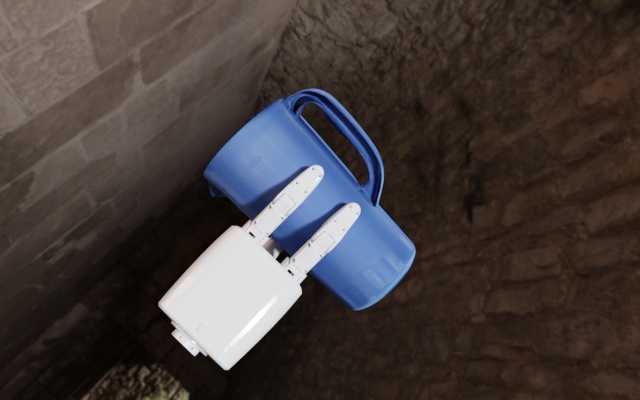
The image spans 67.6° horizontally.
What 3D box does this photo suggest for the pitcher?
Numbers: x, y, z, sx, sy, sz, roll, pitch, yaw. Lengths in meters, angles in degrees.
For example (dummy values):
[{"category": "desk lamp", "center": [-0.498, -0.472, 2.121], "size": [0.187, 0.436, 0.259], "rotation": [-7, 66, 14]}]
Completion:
[{"category": "pitcher", "center": [0.000, 0.002, 0.555], "size": [0.145, 0.243, 0.149], "rotation": [-46, 3, -25]}]
